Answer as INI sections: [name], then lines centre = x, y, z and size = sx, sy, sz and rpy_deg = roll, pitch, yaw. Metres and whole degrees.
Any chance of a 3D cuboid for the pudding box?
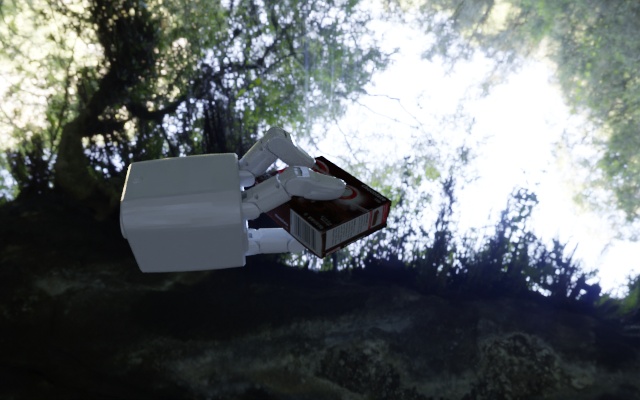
[pudding box]
centre = 0.000, 0.002, 0.483
size = 0.090, 0.039, 0.113
rpy_deg = -23, 45, -32
